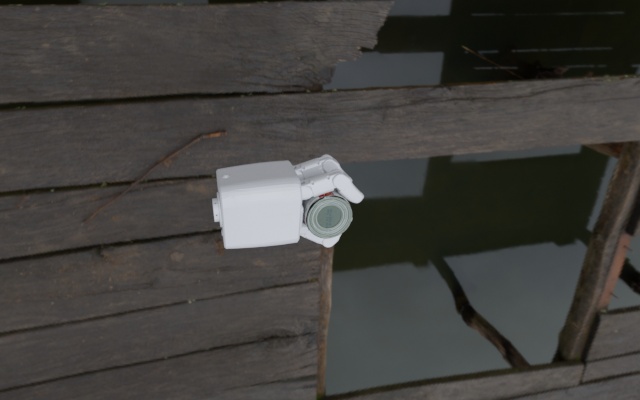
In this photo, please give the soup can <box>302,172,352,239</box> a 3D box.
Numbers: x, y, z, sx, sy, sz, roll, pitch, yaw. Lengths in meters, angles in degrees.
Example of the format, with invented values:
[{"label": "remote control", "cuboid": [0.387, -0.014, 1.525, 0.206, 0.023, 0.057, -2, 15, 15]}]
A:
[{"label": "soup can", "cuboid": [0.001, 0.002, 0.695, 0.068, 0.068, 0.102, 0, 25, -16]}]
